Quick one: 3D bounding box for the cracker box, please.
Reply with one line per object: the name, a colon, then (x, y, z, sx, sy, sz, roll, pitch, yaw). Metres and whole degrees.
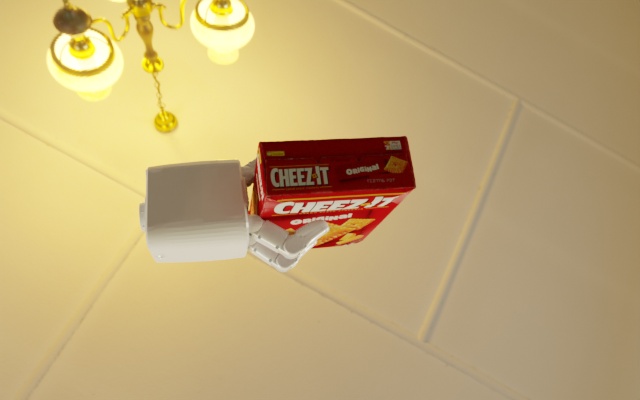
cracker box: (0.000, 0.002, 0.587, 0.164, 0.072, 0.214, -4, -19, -13)
